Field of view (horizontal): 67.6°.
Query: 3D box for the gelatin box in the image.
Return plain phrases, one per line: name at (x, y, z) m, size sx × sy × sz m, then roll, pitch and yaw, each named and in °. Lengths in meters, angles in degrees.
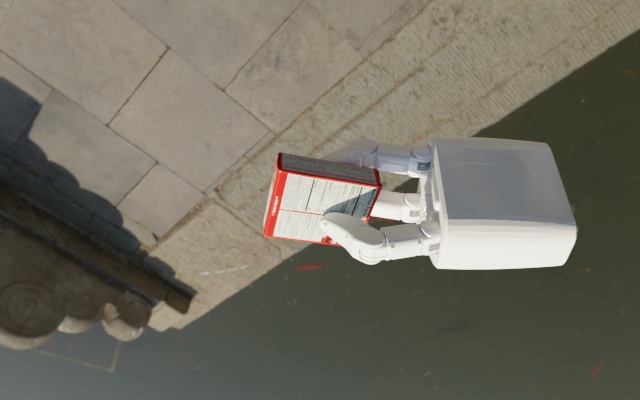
gelatin box at (0.000, 0.002, 0.413) m, size 0.089 × 0.073 × 0.030 m, roll 8°, pitch 38°, yaw -12°
